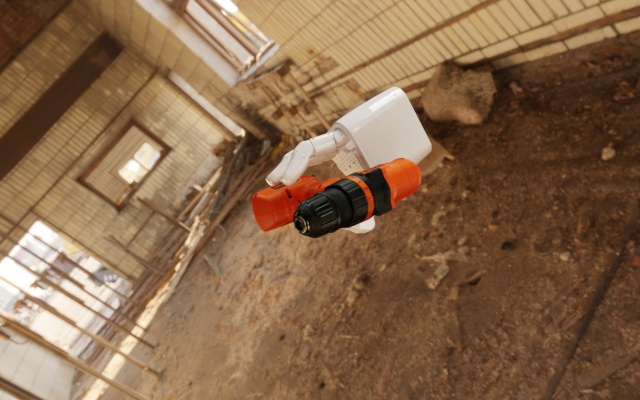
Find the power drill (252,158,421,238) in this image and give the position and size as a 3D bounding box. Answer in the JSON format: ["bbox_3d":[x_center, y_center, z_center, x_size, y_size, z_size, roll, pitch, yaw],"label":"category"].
[{"bbox_3d":[0.000,0.002,0.568,0.184,0.057,0.187,-21,11,-40],"label":"power drill"}]
